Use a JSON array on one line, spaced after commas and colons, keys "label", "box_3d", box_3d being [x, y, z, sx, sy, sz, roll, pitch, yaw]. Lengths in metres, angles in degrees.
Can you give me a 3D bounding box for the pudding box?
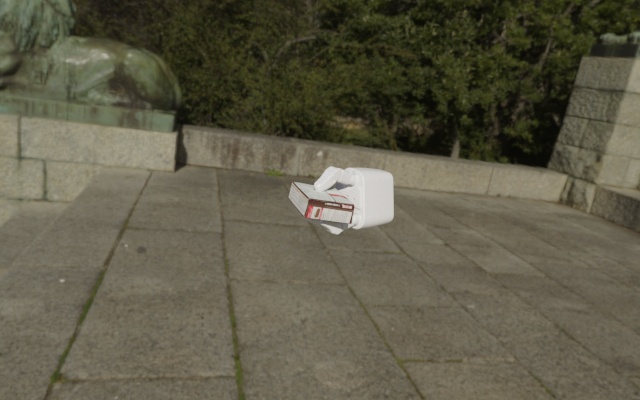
[{"label": "pudding box", "box_3d": [0.000, 0.003, 0.851, 0.090, 0.039, 0.113, 7, 13, -20]}]
